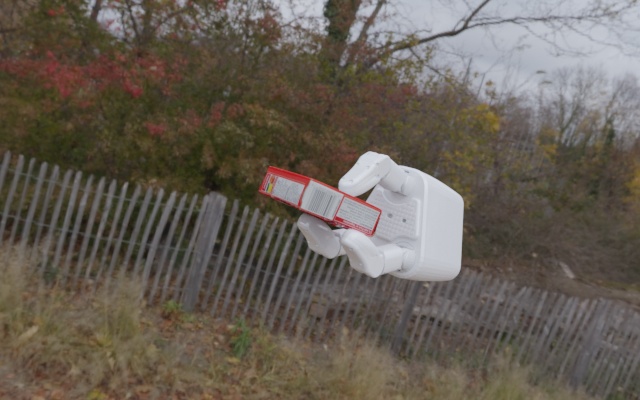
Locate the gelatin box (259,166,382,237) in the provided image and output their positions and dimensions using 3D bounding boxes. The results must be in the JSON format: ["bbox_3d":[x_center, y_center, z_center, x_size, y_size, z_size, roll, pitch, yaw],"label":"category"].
[{"bbox_3d":[0.000,0.001,0.433,0.089,0.030,0.073,23,-1,-36],"label":"gelatin box"}]
